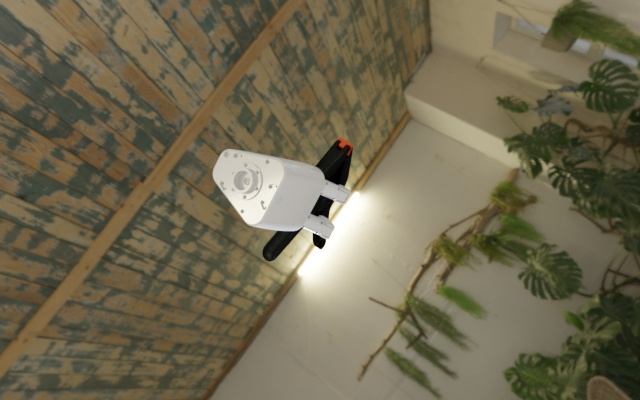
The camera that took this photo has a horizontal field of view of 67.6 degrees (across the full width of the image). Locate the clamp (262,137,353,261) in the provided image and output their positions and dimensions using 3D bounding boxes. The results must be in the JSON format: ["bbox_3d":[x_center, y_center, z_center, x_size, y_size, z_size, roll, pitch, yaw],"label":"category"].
[{"bbox_3d":[0.000,0.002,0.760,0.036,0.210,0.164,32,10,24],"label":"clamp"}]
